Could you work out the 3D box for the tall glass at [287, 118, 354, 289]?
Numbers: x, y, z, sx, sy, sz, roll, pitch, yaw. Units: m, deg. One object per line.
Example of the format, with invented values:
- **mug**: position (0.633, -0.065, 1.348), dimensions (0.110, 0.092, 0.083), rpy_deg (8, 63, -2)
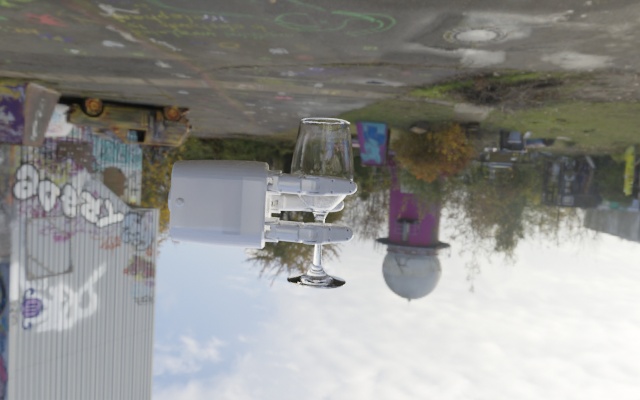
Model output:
- **tall glass**: position (0.000, 0.003, 0.590), dimensions (0.079, 0.201, 0.079), rpy_deg (3, 4, 0)
